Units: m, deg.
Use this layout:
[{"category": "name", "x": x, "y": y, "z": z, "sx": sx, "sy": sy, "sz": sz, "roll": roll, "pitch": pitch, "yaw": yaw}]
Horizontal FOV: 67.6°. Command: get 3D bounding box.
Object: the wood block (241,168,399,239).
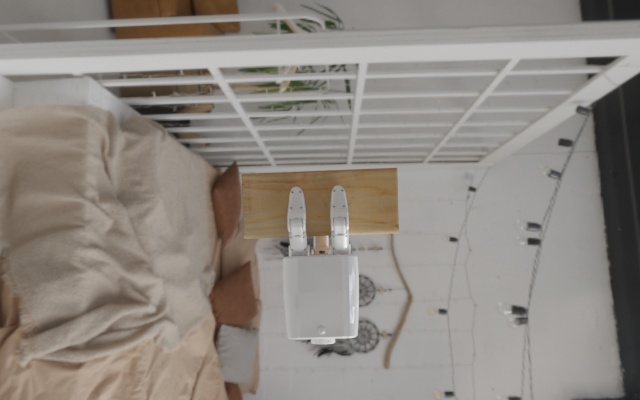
[{"category": "wood block", "x": 0.000, "y": 0.003, "z": 0.673, "sx": 0.206, "sy": 0.090, "sz": 0.091, "roll": -2, "pitch": 1, "yaw": 1}]
